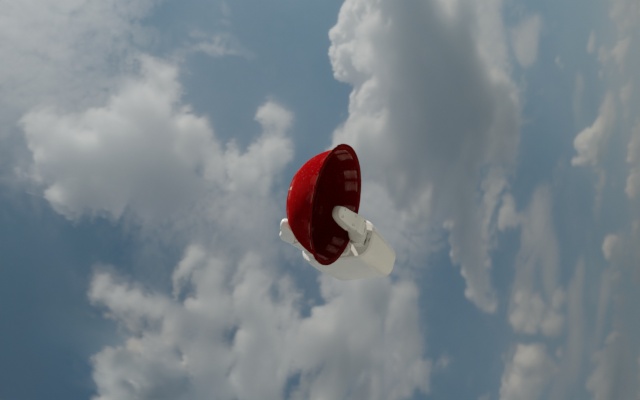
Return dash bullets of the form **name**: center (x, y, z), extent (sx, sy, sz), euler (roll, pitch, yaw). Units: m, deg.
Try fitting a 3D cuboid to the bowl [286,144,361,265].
- **bowl**: center (-0.001, 0.001, 0.637), extent (0.055, 0.162, 0.162), euler (10, 4, 24)
